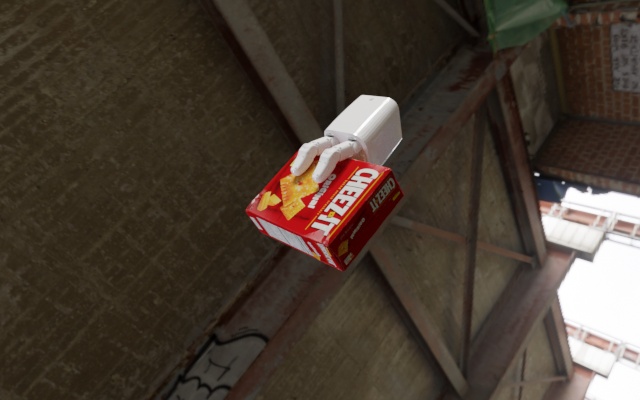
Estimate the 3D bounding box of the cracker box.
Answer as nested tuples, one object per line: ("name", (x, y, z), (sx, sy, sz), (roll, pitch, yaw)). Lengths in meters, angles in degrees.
("cracker box", (0.000, 0.003, 0.784), (0.213, 0.164, 0.072), (19, -29, 45))
